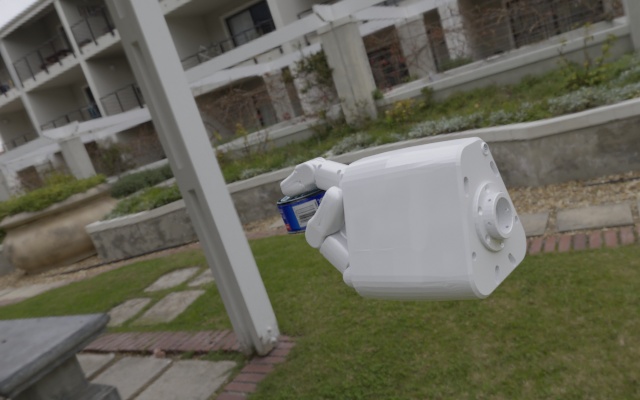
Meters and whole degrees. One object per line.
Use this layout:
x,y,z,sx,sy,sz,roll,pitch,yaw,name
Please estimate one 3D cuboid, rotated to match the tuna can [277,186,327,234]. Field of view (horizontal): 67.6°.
0.000,0.001,0.483,0.086,0.034,0.086,-21,8,3,tuna can
